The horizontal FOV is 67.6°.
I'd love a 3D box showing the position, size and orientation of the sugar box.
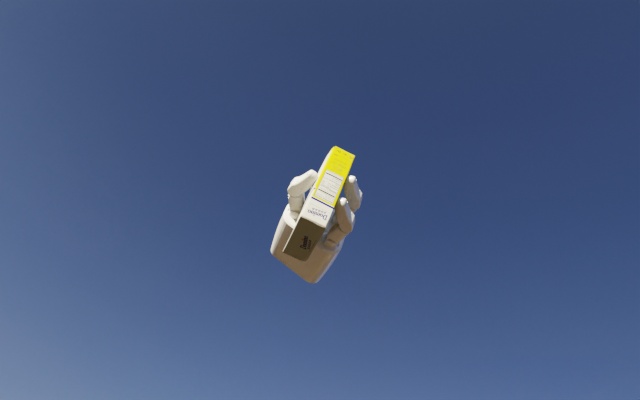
[{"bbox_3d":[0.001,0.003,0.745,0.048,0.176,0.093,24,-45,-4],"label":"sugar box"}]
